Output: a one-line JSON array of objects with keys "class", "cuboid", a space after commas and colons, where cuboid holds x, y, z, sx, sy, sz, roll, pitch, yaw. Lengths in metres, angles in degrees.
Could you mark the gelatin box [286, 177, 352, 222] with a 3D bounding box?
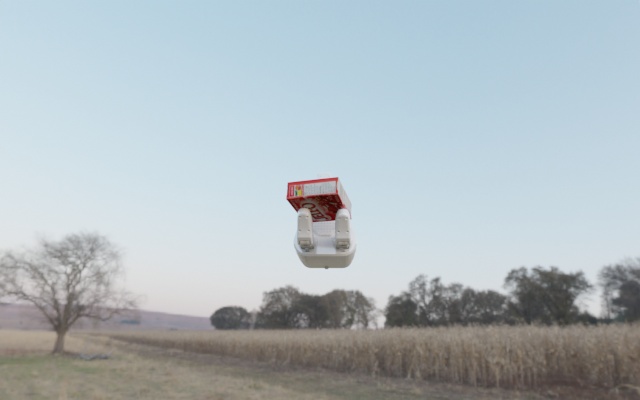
[{"class": "gelatin box", "cuboid": [0.000, 0.002, 0.675, 0.073, 0.030, 0.089, -5, -27, 14]}]
